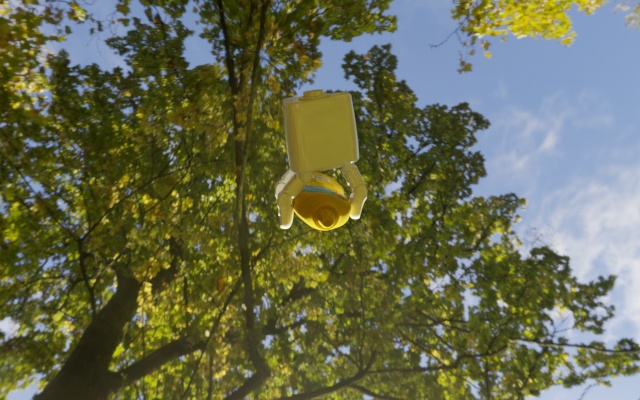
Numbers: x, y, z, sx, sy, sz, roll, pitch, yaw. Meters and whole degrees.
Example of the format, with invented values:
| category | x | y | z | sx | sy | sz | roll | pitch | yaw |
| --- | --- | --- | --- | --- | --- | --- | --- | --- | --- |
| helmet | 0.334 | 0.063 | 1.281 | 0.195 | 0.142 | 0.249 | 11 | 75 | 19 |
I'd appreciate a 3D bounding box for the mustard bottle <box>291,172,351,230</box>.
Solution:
| category | x | y | z | sx | sy | sz | roll | pitch | yaw |
| --- | --- | --- | --- | --- | --- | --- | --- | --- | --- |
| mustard bottle | 0.000 | 0.003 | 0.780 | 0.096 | 0.058 | 0.191 | 15 | 15 | -11 |
